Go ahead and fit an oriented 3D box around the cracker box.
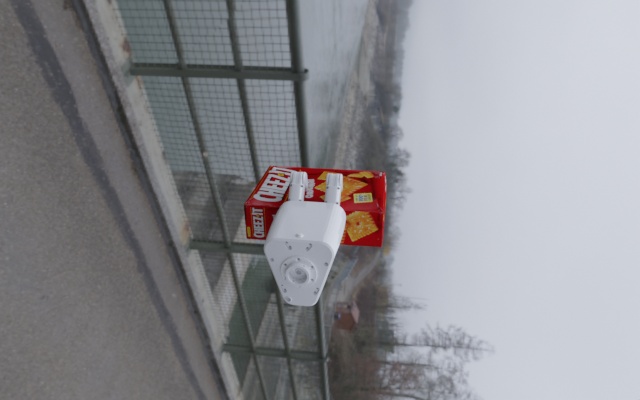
[{"bbox_3d":[0.000,0.003,0.791,0.213,0.072,0.164,4,26,8],"label":"cracker box"}]
